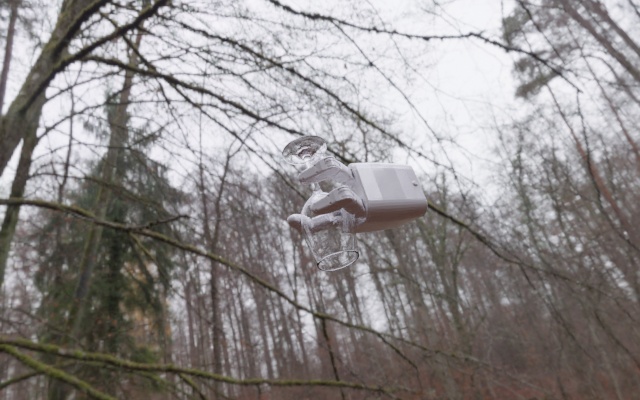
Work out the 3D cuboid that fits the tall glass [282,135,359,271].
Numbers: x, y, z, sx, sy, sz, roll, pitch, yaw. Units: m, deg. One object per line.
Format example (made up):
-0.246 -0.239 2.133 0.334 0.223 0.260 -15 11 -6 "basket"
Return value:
0.000 0.002 0.717 0.079 0.201 0.079 -13 -29 -7 "tall glass"
